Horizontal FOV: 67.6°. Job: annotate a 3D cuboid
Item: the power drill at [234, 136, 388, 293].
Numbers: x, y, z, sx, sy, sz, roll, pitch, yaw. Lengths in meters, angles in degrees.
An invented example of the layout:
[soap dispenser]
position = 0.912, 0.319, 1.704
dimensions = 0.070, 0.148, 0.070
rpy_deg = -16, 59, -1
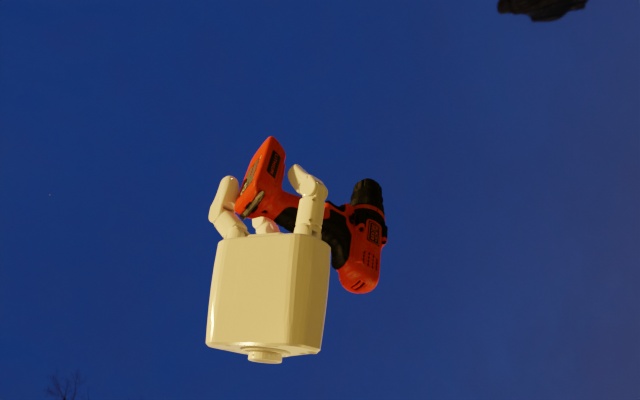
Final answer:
[power drill]
position = 0.000, 0.002, 0.580
dimensions = 0.188, 0.184, 0.057
rpy_deg = 30, -52, -16
